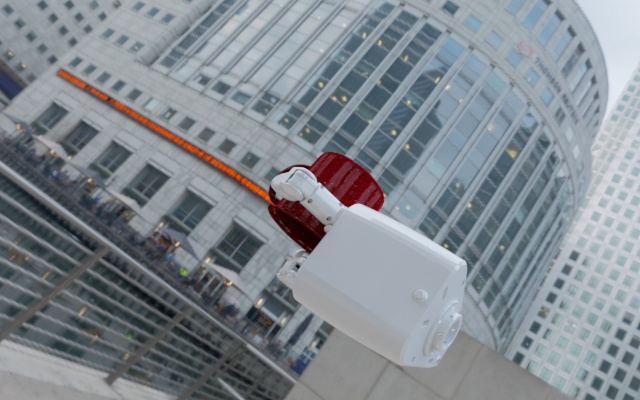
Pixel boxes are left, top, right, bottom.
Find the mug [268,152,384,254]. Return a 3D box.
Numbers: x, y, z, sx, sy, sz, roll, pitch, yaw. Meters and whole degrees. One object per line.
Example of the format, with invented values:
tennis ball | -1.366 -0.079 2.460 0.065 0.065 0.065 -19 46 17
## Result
mug | -0.001 0.001 0.479 0.117 0.081 0.093 30 -19 30
